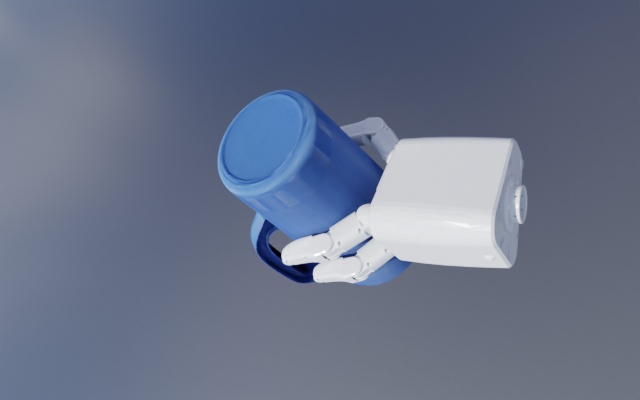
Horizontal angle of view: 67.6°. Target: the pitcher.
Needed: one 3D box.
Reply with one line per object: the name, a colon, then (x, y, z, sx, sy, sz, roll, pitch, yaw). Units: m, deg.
pitcher: (0.000, 0.002, 0.505, 0.145, 0.149, 0.243, 3, -22, 34)
